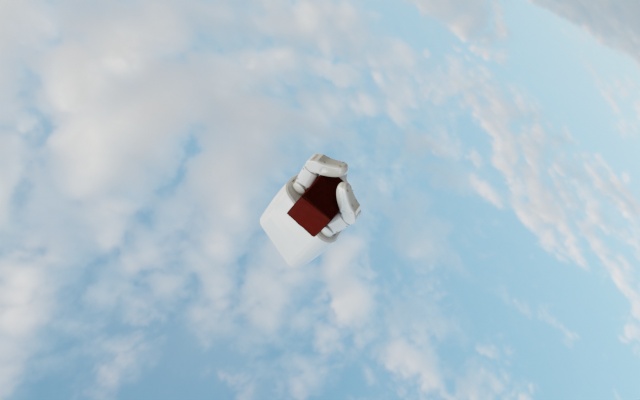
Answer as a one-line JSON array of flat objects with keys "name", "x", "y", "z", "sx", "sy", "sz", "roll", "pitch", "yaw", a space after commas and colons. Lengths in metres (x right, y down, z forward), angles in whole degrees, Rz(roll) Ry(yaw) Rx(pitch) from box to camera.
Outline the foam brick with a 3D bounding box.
[{"name": "foam brick", "x": 0.000, "y": 0.002, "z": 0.670, "sx": 0.051, "sy": 0.053, "sz": 0.078, "roll": -45, "pitch": 3, "yaw": 45}]
